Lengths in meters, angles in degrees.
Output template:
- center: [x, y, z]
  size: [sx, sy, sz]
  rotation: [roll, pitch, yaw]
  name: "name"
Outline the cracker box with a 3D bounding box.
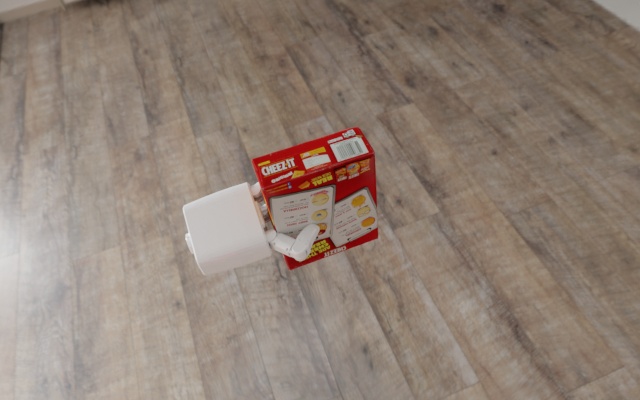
- center: [0.000, 0.002, 0.738]
  size: [0.164, 0.072, 0.214]
  rotation: [-19, -38, -6]
  name: "cracker box"
